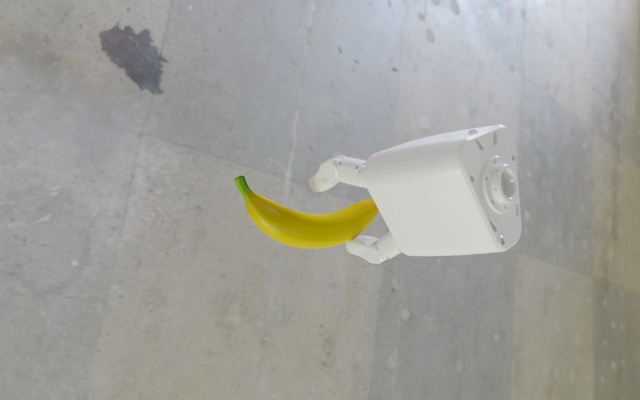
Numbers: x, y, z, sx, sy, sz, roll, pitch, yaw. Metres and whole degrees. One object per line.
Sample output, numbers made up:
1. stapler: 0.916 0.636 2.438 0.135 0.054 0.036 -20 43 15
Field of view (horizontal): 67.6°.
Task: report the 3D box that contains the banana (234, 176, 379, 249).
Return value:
1. banana: -0.004 0.020 0.531 0.198 0.069 0.037 10 -12 -38
